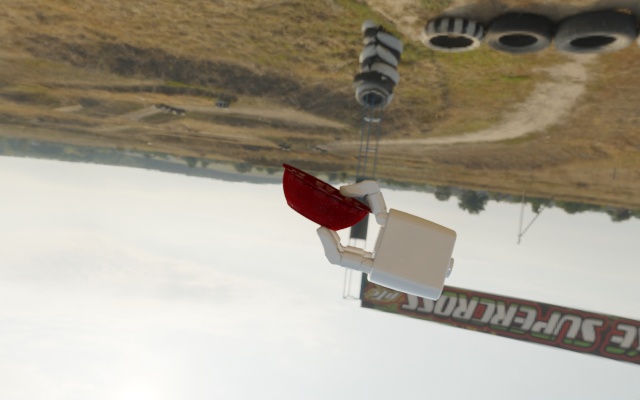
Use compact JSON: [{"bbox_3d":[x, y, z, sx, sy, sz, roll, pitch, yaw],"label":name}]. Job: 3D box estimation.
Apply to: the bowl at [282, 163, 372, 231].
[{"bbox_3d":[-0.001,0.002,0.748,0.162,0.055,0.162,28,6,-3],"label":"bowl"}]
